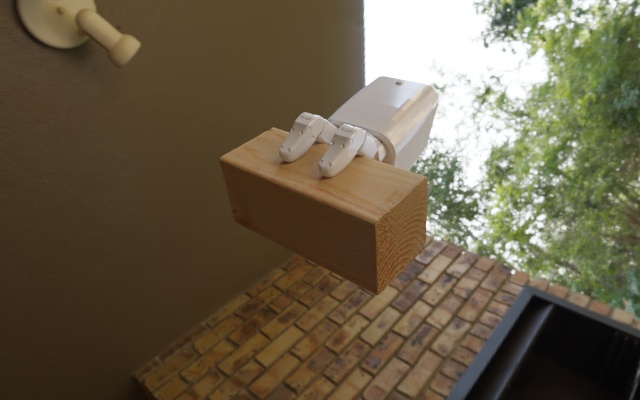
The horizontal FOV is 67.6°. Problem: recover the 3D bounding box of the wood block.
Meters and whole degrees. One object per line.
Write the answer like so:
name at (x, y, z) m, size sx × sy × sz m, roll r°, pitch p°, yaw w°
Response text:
wood block at (0.000, 0.002, 0.507) m, size 0.206 × 0.091 × 0.090 m, roll 22°, pitch 45°, yaw 35°
